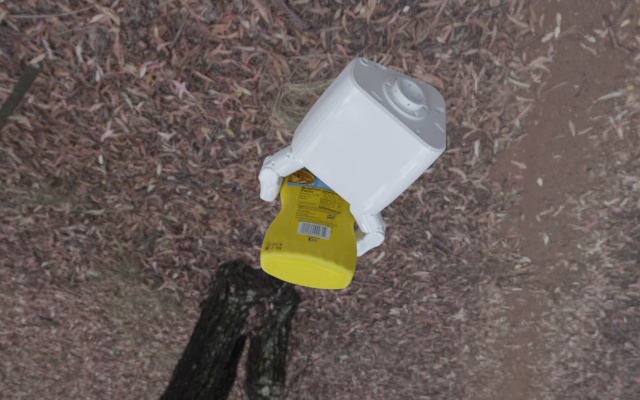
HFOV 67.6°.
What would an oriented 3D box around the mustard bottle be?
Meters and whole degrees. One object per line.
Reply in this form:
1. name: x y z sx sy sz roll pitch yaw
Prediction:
1. mustard bottle: 0.000 0.002 0.536 0.096 0.191 0.058 11 -41 1
